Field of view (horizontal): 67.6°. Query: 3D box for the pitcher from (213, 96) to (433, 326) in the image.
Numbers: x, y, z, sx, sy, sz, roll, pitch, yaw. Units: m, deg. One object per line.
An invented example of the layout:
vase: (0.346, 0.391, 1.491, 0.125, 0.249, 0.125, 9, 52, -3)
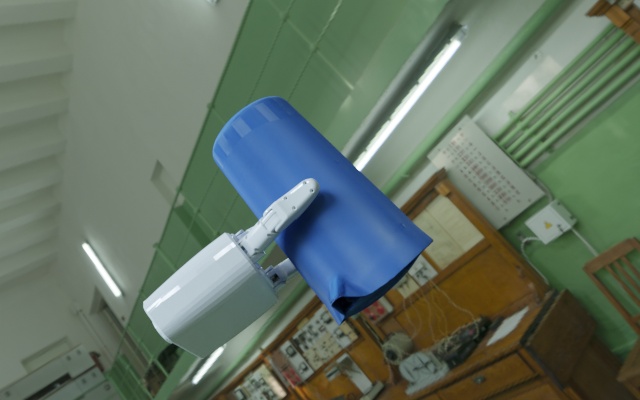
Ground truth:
pitcher: (0.000, 0.002, 0.533, 0.145, 0.243, 0.149, -39, -12, -10)
